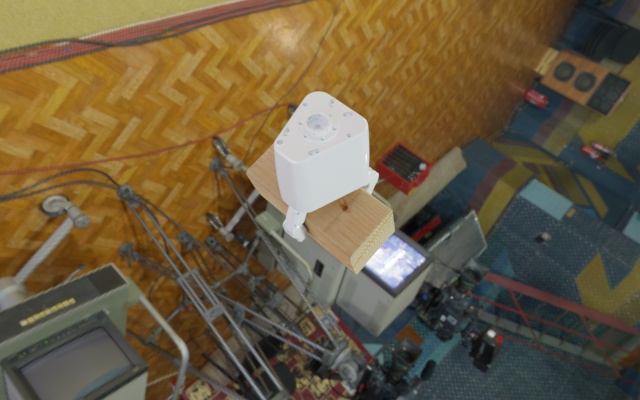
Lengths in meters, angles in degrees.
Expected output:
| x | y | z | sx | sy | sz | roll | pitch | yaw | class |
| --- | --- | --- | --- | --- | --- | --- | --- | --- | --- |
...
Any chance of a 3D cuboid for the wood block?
| x | y | z | sx | sy | sz | roll | pitch | yaw | class |
| --- | --- | --- | --- | --- | --- | --- | --- | --- | --- |
| 0.000 | 0.002 | 0.710 | 0.206 | 0.091 | 0.090 | 38 | -12 | 23 | wood block |
